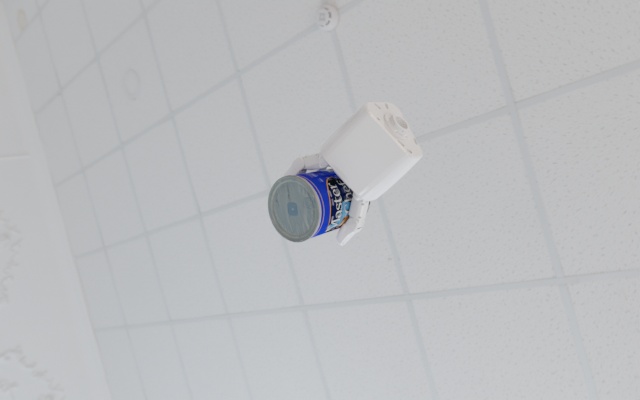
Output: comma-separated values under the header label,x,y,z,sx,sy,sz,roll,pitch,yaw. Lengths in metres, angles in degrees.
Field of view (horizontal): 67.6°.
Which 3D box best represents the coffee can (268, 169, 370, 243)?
label,x,y,z,sx,sy,sz,roll,pitch,yaw
coffee can,0.000,0.003,0.770,0.103,0.103,0.140,0,9,38
